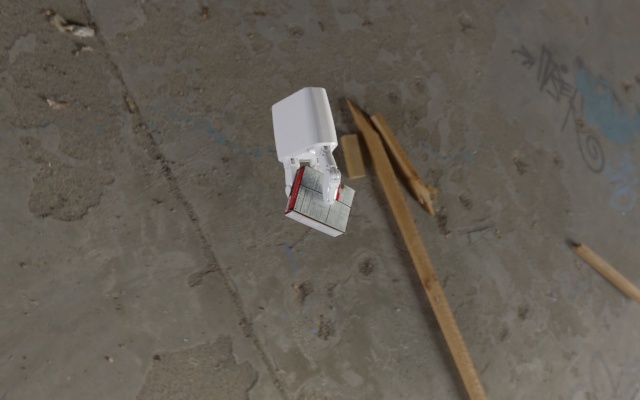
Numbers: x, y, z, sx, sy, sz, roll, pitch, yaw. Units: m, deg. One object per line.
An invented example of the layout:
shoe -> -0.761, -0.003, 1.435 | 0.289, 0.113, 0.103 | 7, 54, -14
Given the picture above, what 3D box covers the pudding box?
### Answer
pudding box -> 0.000, 0.003, 0.833 | 0.113, 0.090, 0.039 | 25, -24, -21
